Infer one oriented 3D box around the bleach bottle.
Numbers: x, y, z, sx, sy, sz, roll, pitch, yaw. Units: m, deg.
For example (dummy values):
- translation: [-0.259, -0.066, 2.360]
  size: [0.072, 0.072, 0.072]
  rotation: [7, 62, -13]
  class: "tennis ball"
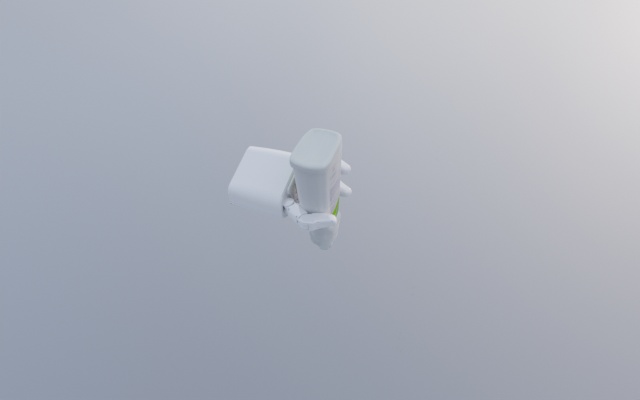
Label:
- translation: [0.000, 0.003, 0.833]
  size: [0.068, 0.251, 0.102]
  rotation: [14, 48, 17]
  class: "bleach bottle"
